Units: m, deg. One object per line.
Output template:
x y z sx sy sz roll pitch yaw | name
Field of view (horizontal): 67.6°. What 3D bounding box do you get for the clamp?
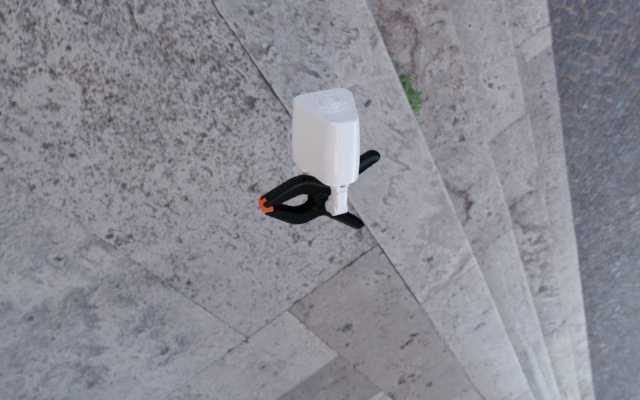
0.000 0.003 0.813 0.210 0.165 0.036 -14 41 -17 | clamp
